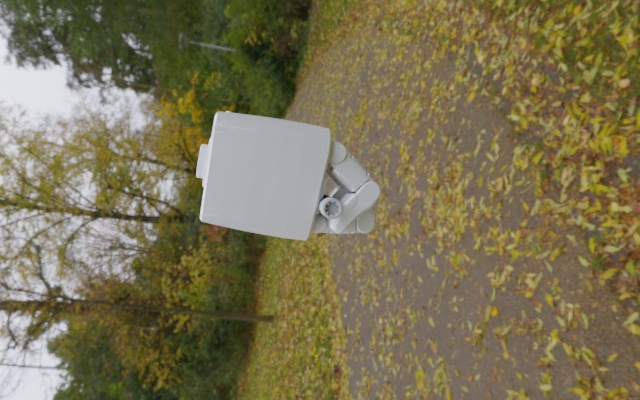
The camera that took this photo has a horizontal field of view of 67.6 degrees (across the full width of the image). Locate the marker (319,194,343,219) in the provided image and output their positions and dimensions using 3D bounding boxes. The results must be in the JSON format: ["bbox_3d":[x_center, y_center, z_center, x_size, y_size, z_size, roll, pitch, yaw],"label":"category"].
[{"bbox_3d":[0.000,0.002,0.484,0.020,0.020,0.121,0,6,-10],"label":"marker"}]
